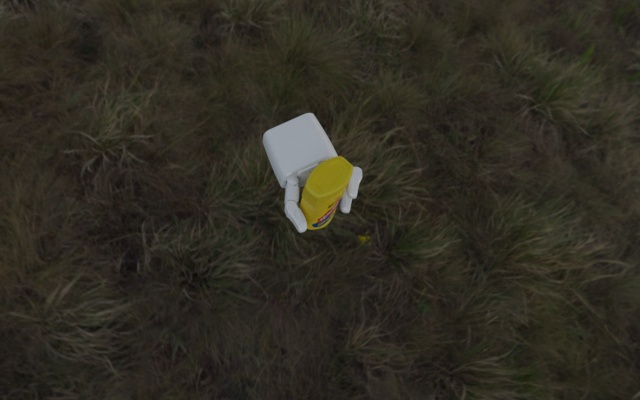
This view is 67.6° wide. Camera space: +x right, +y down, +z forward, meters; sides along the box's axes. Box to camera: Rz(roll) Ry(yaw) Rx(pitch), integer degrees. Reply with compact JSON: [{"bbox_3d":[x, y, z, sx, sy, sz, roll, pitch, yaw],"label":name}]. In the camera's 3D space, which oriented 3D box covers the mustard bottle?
[{"bbox_3d":[0.000,0.003,0.870,0.096,0.058,0.192,-44,-13,-27],"label":"mustard bottle"}]
